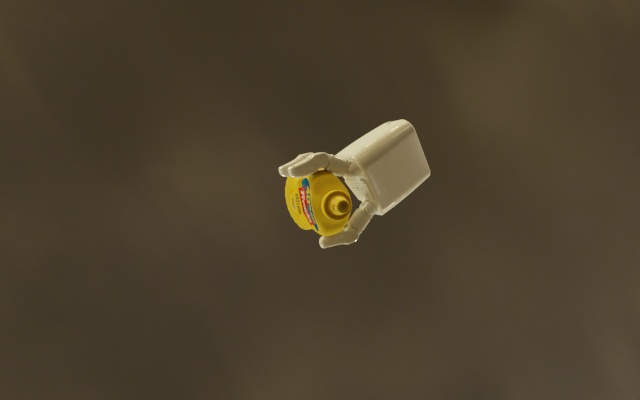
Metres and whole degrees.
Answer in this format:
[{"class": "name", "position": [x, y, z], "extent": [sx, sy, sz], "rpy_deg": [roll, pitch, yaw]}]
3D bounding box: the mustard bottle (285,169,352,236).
[{"class": "mustard bottle", "position": [0.000, 0.002, 0.705], "extent": [0.058, 0.096, 0.191], "rpy_deg": [-12, 7, -18]}]
